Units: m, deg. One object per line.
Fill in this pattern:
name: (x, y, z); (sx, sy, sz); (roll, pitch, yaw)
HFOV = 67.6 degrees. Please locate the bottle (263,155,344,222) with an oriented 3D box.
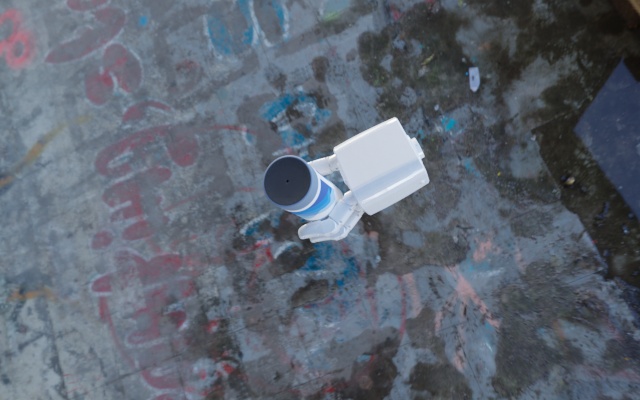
bottle: (0.000, 0.002, 0.727); (0.069, 0.069, 0.296); (0, -10, 16)
